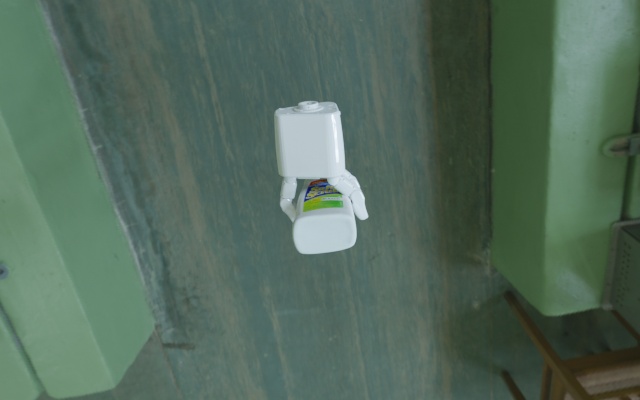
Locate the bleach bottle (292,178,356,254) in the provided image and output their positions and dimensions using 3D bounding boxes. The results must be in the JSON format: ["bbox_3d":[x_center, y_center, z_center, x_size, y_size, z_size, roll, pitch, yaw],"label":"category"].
[{"bbox_3d":[0.000,0.003,0.839,0.102,0.068,0.250,-6,23,-2],"label":"bleach bottle"}]
